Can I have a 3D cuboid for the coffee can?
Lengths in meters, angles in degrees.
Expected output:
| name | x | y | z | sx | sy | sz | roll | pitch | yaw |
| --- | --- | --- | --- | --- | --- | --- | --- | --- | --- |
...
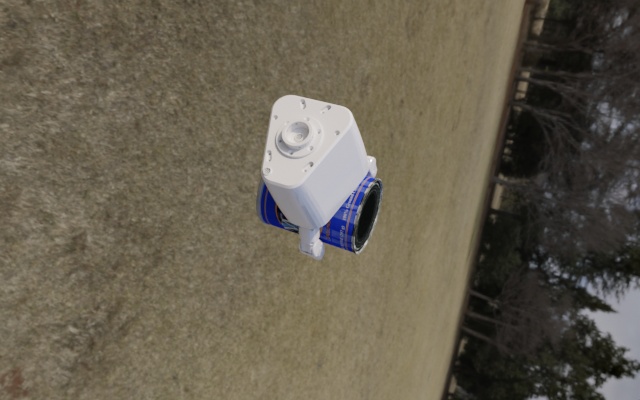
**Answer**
| name | x | y | z | sx | sy | sz | roll | pitch | yaw |
| --- | --- | --- | --- | --- | --- | --- | --- | --- | --- |
| coffee can | 0.000 | 0.002 | 0.641 | 0.140 | 0.103 | 0.103 | 17 | 6 | 20 |
